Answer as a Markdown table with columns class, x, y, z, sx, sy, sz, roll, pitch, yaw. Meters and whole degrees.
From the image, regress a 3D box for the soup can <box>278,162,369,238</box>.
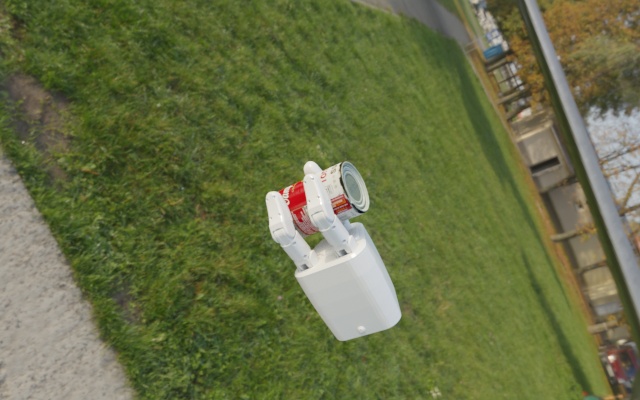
| class | x | y | z | sx | sy | sz | roll | pitch | yaw |
| --- | --- | --- | --- | --- | --- | --- | --- | --- | --- |
| soup can | 0.000 | 0.001 | 0.586 | 0.102 | 0.068 | 0.068 | -23 | -11 | 26 |
